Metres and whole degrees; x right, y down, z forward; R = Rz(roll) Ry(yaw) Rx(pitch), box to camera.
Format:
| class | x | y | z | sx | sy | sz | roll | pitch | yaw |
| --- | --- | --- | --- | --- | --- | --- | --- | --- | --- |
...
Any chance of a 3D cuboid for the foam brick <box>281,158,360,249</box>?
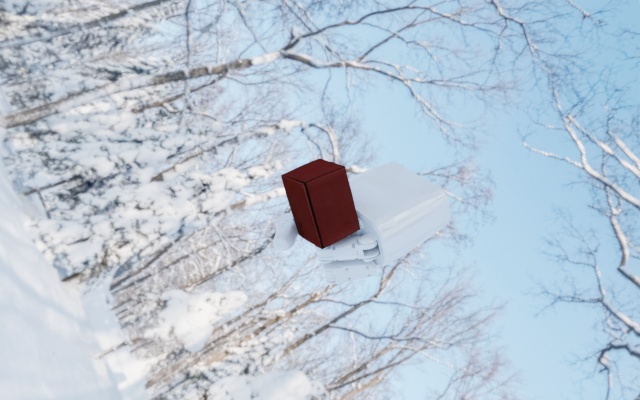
| class | x | y | z | sx | sy | sz | roll | pitch | yaw |
| --- | --- | --- | --- | --- | --- | --- | --- | --- | --- |
| foam brick | 0.000 | 0.001 | 0.508 | 0.051 | 0.078 | 0.053 | -26 | 26 | -23 |
